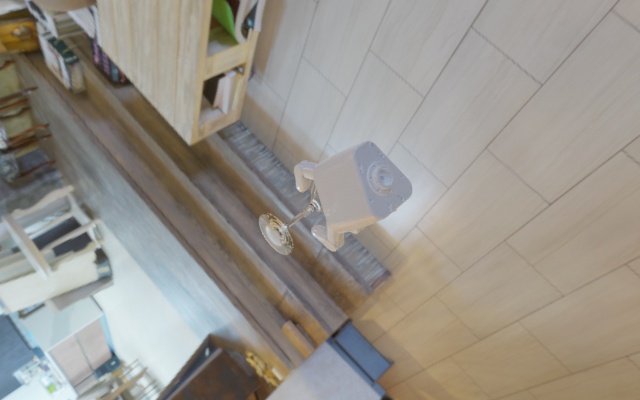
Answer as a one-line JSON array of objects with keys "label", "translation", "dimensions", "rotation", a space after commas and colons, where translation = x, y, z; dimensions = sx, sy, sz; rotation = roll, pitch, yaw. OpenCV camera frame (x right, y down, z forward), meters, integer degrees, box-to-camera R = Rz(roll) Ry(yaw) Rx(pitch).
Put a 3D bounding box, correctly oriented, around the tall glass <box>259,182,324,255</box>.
[{"label": "tall glass", "translation": [0.000, 0.003, 0.773], "dimensions": [0.201, 0.079, 0.079], "rotation": [-36, 21, -33]}]
